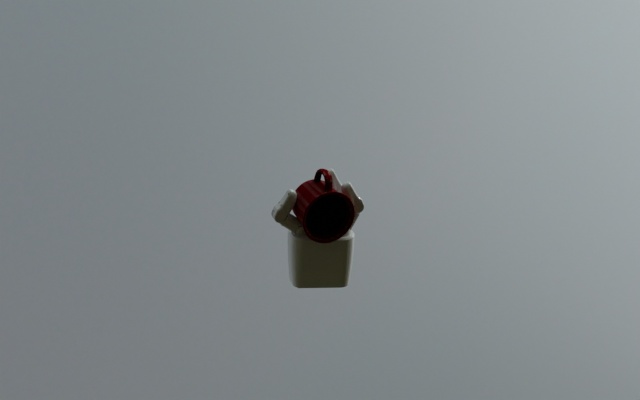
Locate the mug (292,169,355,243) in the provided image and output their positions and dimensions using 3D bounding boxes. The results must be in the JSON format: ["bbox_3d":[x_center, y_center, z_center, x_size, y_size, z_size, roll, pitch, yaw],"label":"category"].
[{"bbox_3d":[0.000,0.001,0.808,0.093,0.117,0.081,-7,25,-21],"label":"mug"}]
